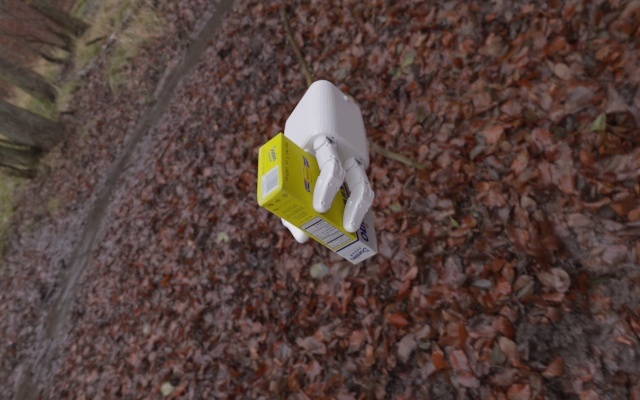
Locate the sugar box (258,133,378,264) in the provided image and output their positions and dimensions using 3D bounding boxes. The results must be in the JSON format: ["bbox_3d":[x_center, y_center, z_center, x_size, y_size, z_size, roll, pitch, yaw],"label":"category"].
[{"bbox_3d":[0.000,0.002,0.595,0.048,0.093,0.176,-33,-48,30],"label":"sugar box"}]
